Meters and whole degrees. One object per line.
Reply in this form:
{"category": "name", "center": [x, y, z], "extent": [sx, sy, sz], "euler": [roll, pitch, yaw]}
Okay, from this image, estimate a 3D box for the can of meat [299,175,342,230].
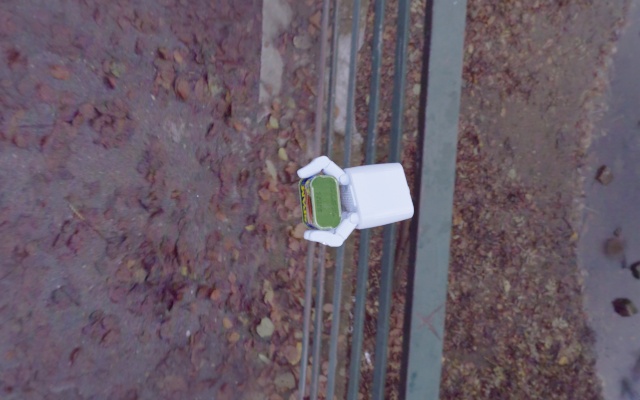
{"category": "can of meat", "center": [0.000, 0.003, 0.866], "extent": [0.057, 0.102, 0.084], "euler": [-6, 2, -15]}
